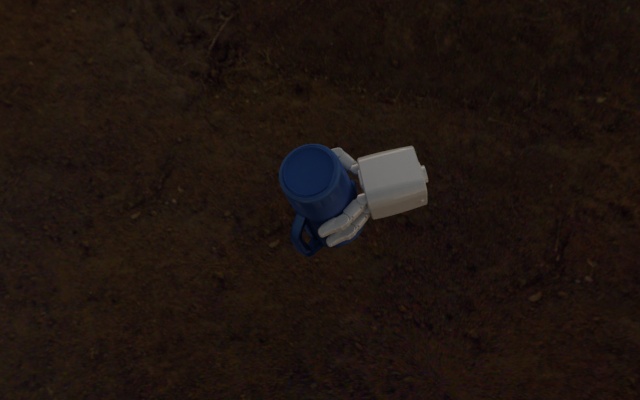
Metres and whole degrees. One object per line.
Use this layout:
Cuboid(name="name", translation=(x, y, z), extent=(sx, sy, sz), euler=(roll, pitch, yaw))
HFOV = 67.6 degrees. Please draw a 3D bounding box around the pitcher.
Cuboid(name="pitcher", translation=(0.000, 0.003, 0.890), extent=(0.145, 0.149, 0.243), euler=(-15, -23, 7))
